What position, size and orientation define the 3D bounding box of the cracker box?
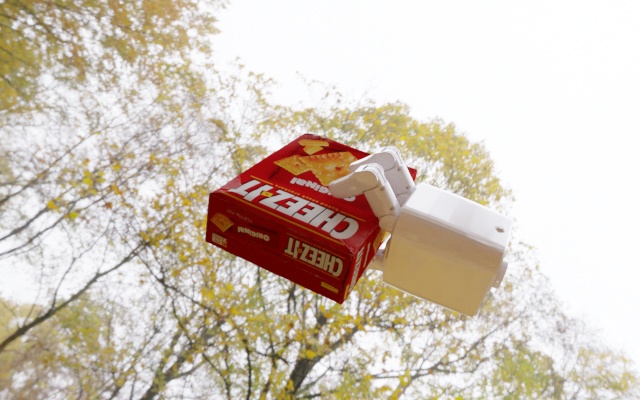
[{"bbox_3d":[0.000,0.002,0.548,0.164,0.072,0.213,21,32,18],"label":"cracker box"}]
